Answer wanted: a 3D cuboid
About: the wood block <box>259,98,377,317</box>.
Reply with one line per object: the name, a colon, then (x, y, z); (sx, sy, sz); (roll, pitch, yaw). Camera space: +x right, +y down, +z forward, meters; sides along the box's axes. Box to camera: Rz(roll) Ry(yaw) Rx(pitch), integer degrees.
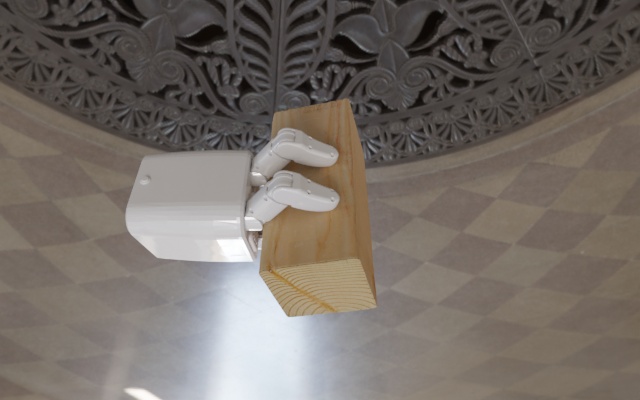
wood block: (0.000, 0.002, 0.489); (0.090, 0.206, 0.091); (-9, -41, 11)
